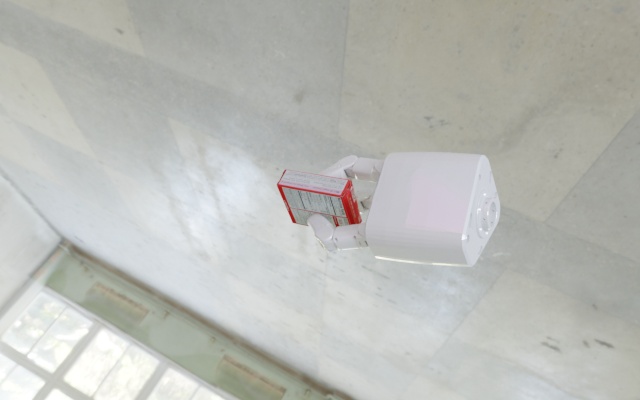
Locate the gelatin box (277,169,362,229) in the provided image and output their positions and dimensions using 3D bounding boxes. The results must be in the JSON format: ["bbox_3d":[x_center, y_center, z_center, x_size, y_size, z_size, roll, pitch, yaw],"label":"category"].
[{"bbox_3d":[0.000,0.002,0.571,0.089,0.030,0.073,10,-37,24],"label":"gelatin box"}]
